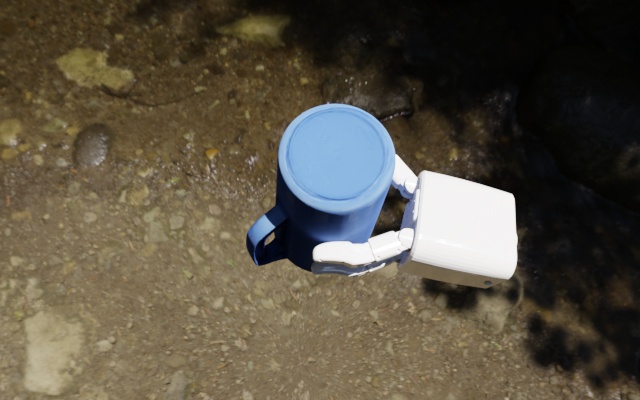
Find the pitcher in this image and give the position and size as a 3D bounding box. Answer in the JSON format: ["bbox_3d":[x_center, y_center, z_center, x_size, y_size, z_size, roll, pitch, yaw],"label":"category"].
[{"bbox_3d":[0.000,0.002,0.535,0.145,0.149,0.243,15,-19,2],"label":"pitcher"}]
